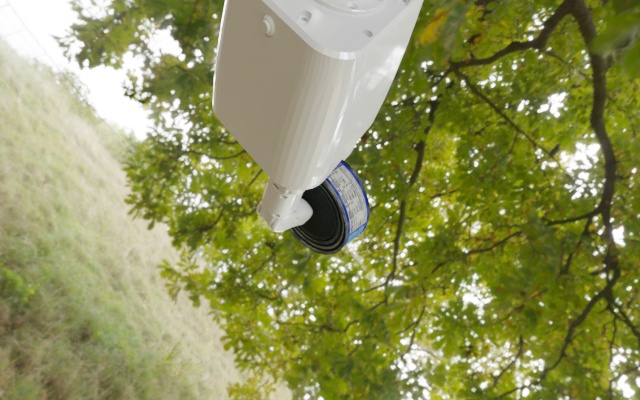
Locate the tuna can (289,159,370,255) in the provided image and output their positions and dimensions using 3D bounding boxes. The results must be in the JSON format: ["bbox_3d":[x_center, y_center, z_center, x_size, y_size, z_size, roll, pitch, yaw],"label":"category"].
[{"bbox_3d":[0.000,0.001,0.408,0.033,0.086,0.086,-33,21,-36],"label":"tuna can"}]
